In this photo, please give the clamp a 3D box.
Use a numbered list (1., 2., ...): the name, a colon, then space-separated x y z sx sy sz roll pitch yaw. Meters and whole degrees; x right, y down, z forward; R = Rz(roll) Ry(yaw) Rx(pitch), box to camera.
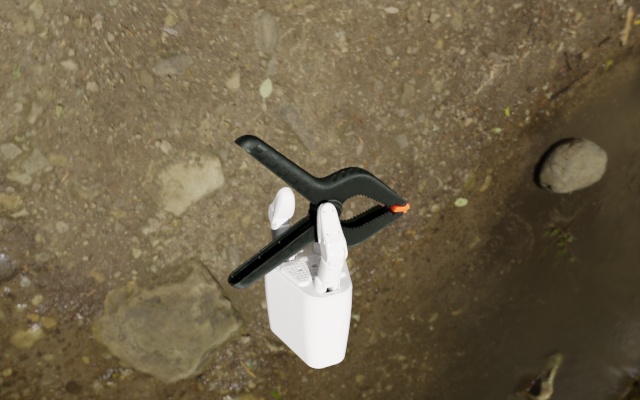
1. clamp: 0.001 0.002 0.507 0.210 0.165 0.036 -10 28 -22
